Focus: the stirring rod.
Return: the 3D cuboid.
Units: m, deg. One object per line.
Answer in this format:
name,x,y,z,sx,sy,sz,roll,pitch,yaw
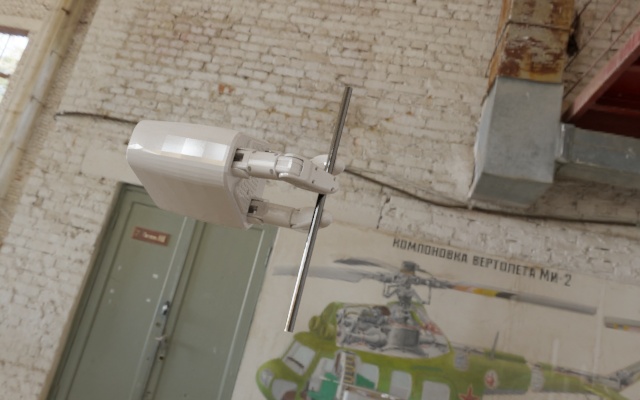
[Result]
stirring rod,0.000,0.002,0.446,0.011,0.239,0.011,13,-14,3
